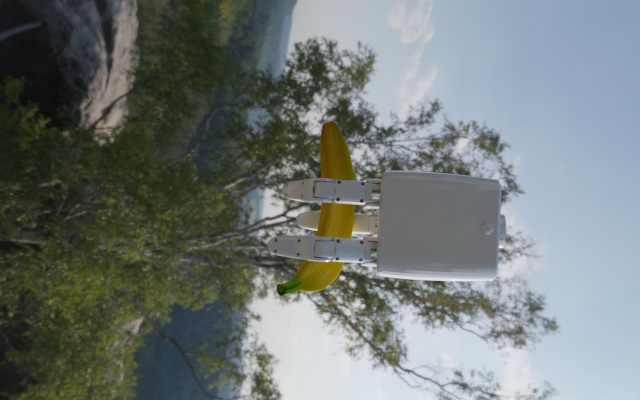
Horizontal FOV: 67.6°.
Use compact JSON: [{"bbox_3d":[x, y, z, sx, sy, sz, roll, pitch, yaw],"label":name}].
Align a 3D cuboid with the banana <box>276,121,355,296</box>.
[{"bbox_3d":[0.009,0.013,0.500,0.037,0.197,0.070,-4,-29,34],"label":"banana"}]
